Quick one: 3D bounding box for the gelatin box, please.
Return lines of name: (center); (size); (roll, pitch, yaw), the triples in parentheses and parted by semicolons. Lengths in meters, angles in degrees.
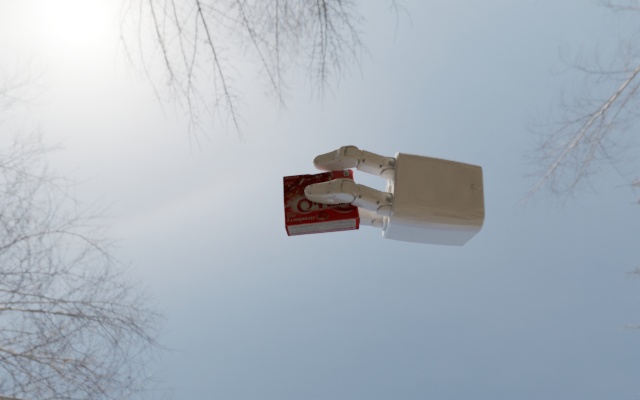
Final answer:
gelatin box: (0.000, 0.002, 0.581); (0.089, 0.073, 0.030); (-6, -34, 1)
